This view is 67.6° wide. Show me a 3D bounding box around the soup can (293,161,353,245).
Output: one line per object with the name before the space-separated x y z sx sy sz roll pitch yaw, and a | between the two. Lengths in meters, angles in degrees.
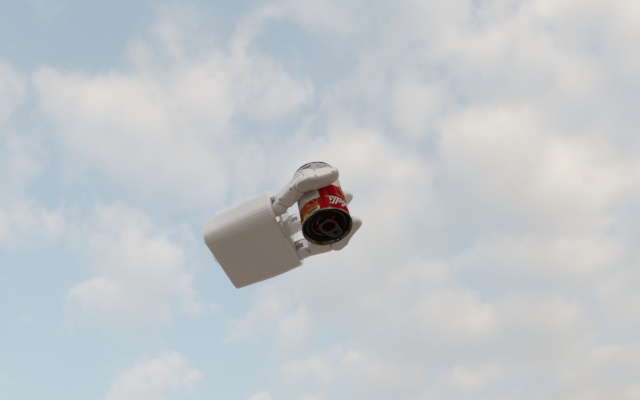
soup can | 0.000 0.002 0.660 0.068 0.069 0.102 0 41 -14
